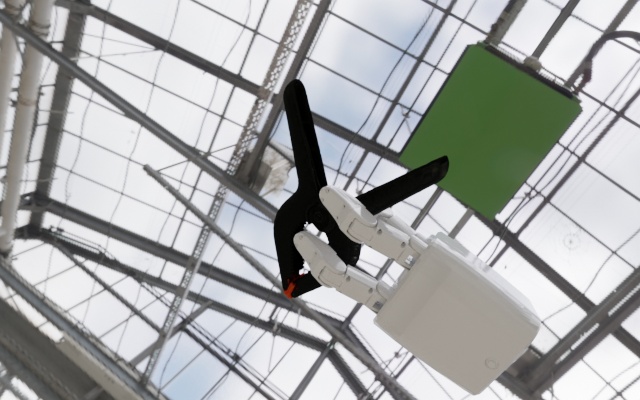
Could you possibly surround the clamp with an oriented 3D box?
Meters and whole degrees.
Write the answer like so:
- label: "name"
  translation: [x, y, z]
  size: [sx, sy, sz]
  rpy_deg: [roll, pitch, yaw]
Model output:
- label: "clamp"
  translation: [0.000, 0.002, 0.457]
  size: [0.164, 0.210, 0.036]
  rpy_deg: [38, 29, 16]
